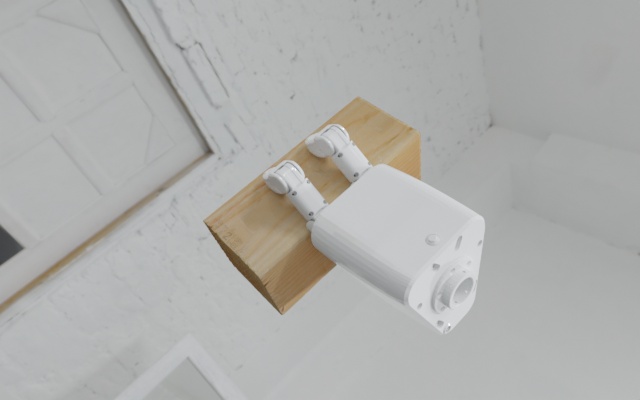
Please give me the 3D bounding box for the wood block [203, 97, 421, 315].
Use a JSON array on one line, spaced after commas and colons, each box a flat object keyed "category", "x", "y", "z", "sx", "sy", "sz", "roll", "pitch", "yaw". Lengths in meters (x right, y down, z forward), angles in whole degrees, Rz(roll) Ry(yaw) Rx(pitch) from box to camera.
[{"category": "wood block", "x": 0.000, "y": 0.002, "z": 0.485, "sx": 0.090, "sy": 0.206, "sz": 0.091, "roll": 38, "pitch": -21, "yaw": 32}]
